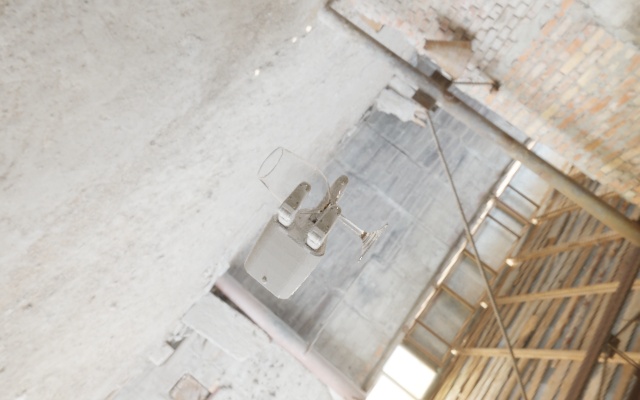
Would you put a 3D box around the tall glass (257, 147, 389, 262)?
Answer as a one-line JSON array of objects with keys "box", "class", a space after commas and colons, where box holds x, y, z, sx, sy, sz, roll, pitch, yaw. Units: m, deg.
[{"box": [0.001, 0.003, 0.720, 0.201, 0.079, 0.079, 38, 6, 7], "class": "tall glass"}]
